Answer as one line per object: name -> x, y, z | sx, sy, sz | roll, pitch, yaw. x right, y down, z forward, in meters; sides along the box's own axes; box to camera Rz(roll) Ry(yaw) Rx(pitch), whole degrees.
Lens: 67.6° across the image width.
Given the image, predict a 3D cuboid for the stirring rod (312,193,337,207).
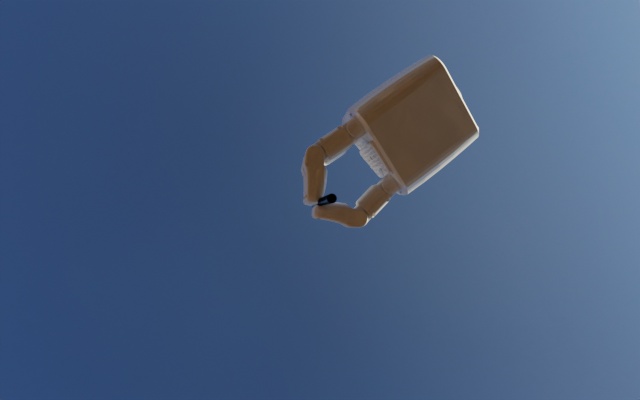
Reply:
stirring rod -> 0.000, 0.002, 0.500 | 0.011, 0.011, 0.239 | 0, -2, -4
